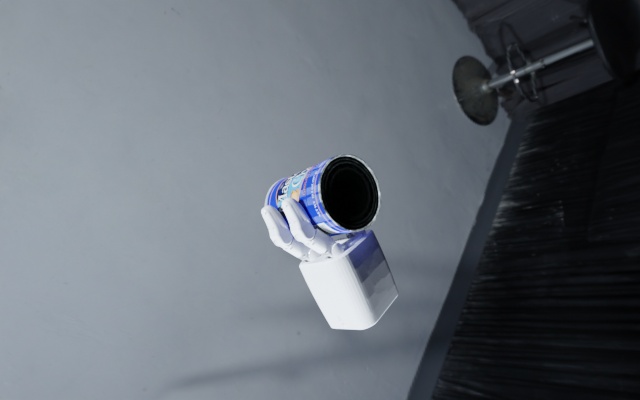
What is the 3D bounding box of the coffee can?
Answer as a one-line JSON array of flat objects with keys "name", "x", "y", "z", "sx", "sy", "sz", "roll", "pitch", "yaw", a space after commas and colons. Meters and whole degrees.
[{"name": "coffee can", "x": 0.000, "y": 0.002, "z": 0.668, "sx": 0.103, "sy": 0.103, "sz": 0.140, "roll": 0, "pitch": -11, "yaw": -36}]
